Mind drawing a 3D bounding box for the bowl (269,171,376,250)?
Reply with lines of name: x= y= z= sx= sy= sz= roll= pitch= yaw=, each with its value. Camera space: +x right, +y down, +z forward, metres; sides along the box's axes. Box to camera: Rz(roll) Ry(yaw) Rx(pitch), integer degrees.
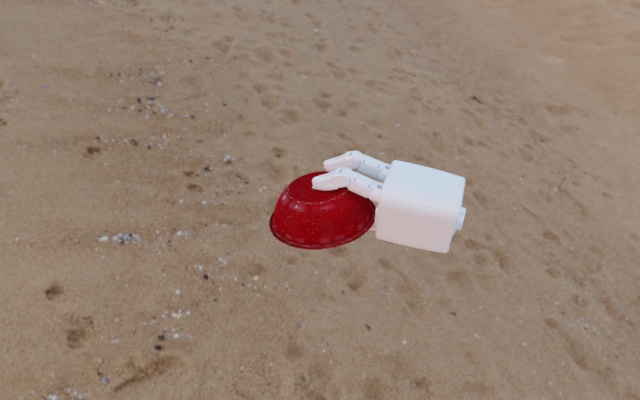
bowl: x=-0.001 y=0.002 z=0.701 sx=0.162 sy=0.055 sz=0.162 roll=-6 pitch=31 yaw=4
